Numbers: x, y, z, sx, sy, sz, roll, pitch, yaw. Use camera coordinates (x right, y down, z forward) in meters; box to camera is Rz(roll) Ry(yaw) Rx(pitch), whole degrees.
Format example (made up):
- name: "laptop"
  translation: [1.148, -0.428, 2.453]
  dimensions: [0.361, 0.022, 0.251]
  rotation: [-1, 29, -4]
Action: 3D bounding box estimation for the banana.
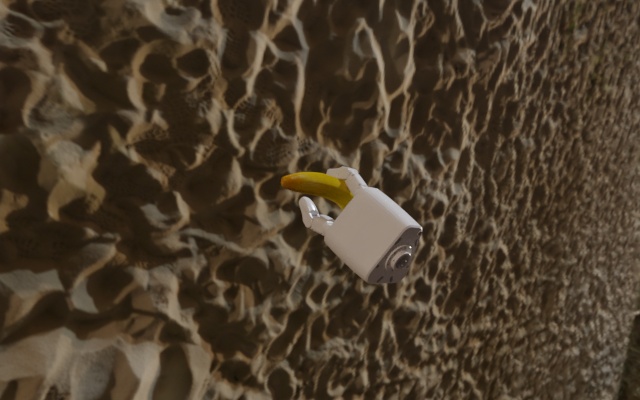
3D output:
- name: "banana"
  translation: [0.016, -0.008, 0.777]
  dimensions: [0.069, 0.037, 0.198]
  rotation: [-38, -37, 12]
